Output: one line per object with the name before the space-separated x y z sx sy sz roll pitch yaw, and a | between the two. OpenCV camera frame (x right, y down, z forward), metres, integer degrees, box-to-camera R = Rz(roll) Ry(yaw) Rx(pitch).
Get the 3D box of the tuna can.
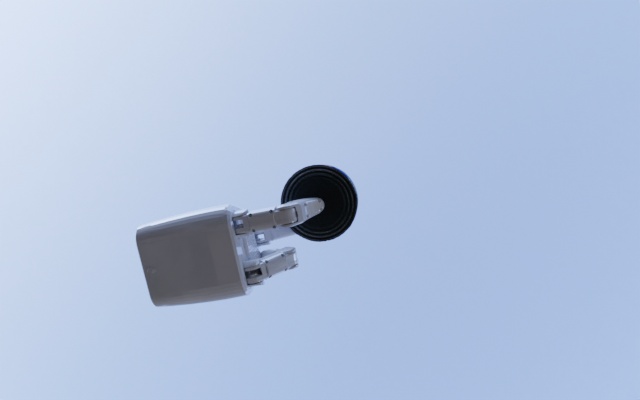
tuna can | 0.000 0.002 0.541 0.086 0.086 0.034 0 6 8
